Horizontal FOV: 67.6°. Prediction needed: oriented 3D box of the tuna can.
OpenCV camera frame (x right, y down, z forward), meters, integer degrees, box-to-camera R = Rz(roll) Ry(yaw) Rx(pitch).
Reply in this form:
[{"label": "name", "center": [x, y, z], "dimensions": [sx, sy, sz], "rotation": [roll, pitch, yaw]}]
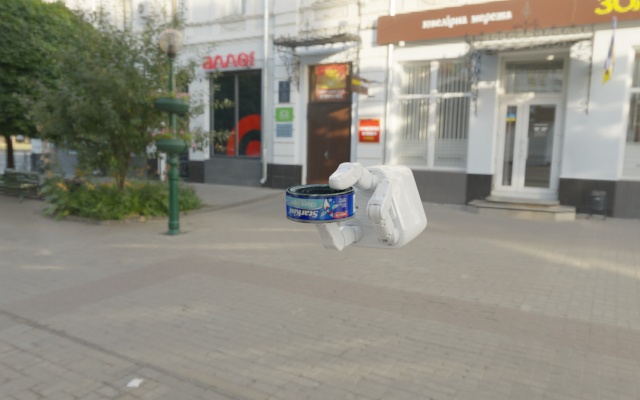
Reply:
[{"label": "tuna can", "center": [0.000, 0.001, 0.582], "dimensions": [0.086, 0.034, 0.086], "rotation": [-1, 11, 0]}]
